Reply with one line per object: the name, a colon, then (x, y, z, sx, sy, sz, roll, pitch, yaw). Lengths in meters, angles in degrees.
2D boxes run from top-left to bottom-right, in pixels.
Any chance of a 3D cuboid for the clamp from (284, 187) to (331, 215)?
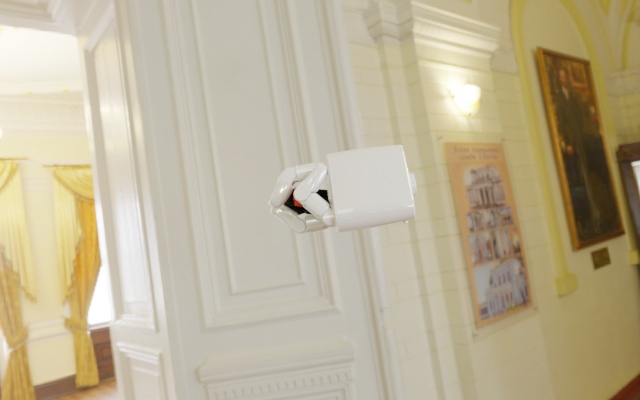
clamp: (0.000, 0.002, 0.746, 0.120, 0.039, 0.171, -9, -5, 5)
